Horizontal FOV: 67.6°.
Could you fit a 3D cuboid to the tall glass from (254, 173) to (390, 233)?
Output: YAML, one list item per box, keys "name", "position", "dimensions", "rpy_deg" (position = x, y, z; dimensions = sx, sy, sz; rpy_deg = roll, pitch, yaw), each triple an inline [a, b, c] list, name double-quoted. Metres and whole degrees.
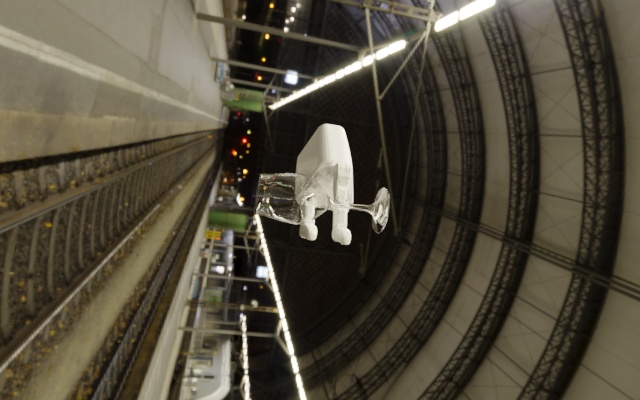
- name: "tall glass"
  position: [0.001, 0.003, 0.744]
  dimensions: [0.201, 0.079, 0.079]
  rpy_deg: [8, -2, -11]
